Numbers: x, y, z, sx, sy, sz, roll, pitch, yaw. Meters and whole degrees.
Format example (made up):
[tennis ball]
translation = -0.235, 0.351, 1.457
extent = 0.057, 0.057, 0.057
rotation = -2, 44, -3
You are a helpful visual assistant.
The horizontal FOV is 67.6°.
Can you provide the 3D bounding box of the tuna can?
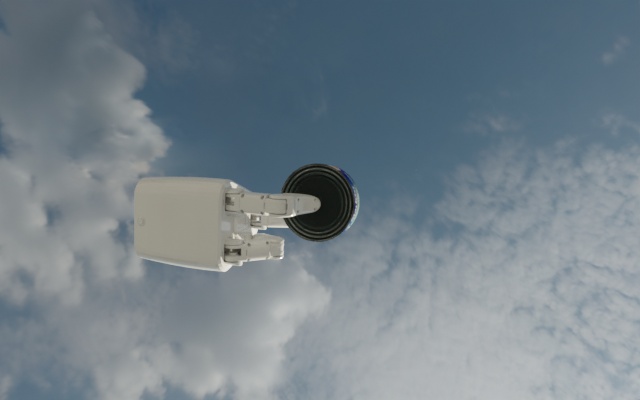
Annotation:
[tuna can]
translation = 0.000, 0.002, 0.535
extent = 0.086, 0.086, 0.034
rotation = 0, 3, 17
